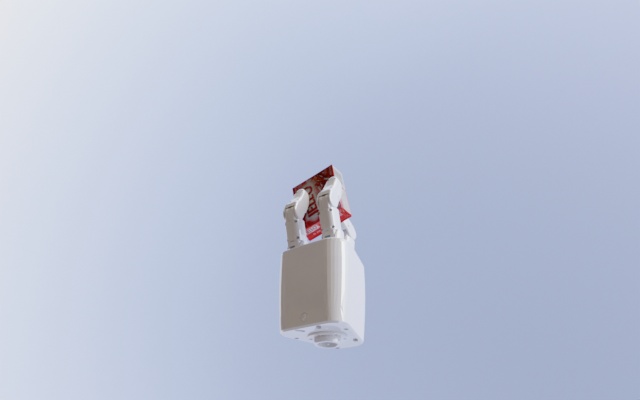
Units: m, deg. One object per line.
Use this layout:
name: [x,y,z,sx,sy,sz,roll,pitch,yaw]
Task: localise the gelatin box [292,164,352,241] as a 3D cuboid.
gelatin box: [0.000,0.002,0.676,0.073,0.089,0.030,-31,-46,21]
